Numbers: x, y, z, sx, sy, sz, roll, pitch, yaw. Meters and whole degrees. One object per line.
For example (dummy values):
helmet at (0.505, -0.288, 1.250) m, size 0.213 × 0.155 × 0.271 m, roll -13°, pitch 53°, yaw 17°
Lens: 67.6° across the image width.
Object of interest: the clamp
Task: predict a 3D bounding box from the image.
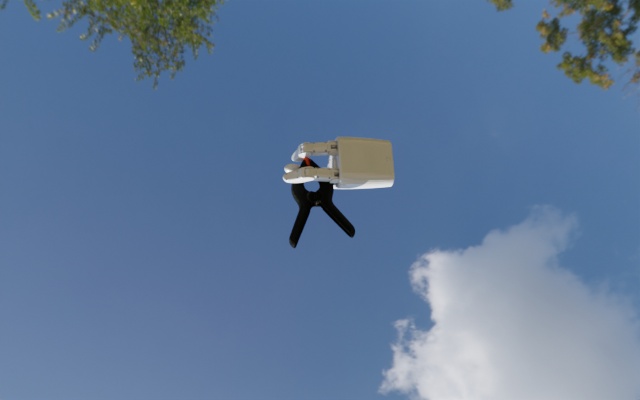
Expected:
clamp at (0.000, 0.003, 0.884) m, size 0.120 × 0.171 × 0.039 m, roll 0°, pitch -16°, yaw -10°
